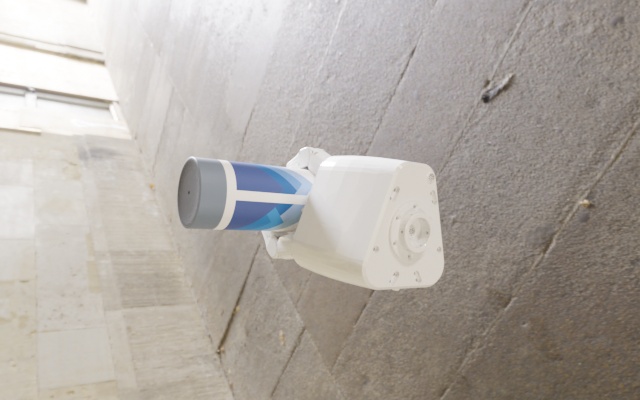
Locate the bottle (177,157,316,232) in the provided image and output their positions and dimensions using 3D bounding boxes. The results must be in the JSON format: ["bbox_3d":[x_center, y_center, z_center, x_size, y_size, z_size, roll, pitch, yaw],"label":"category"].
[{"bbox_3d":[0.000,0.002,0.521,0.296,0.069,0.069,4,-2,-34],"label":"bottle"}]
